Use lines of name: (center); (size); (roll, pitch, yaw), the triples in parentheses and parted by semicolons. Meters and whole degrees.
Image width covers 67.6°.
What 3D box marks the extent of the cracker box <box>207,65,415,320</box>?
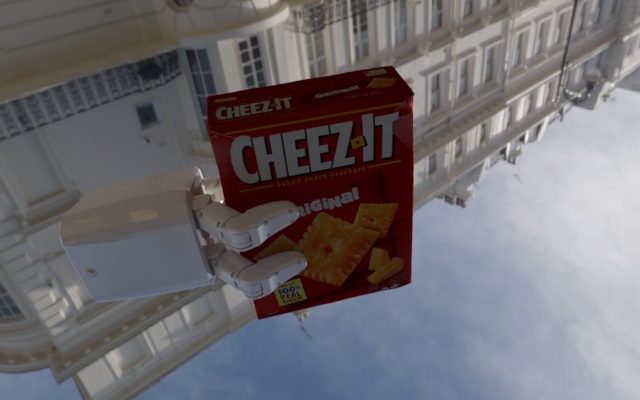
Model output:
cracker box: (0.000, 0.001, 0.441); (0.164, 0.214, 0.072); (-11, 36, -6)
